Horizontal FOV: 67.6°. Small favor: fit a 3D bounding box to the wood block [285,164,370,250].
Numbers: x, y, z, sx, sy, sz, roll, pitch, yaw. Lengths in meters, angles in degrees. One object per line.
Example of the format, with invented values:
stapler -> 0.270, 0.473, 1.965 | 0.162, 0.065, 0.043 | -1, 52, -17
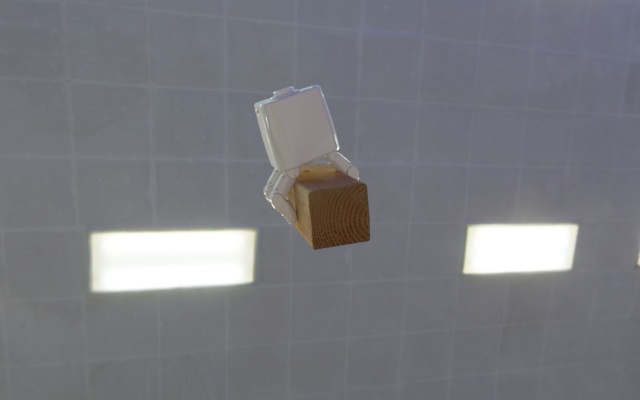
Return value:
wood block -> 0.000, 0.002, 0.781 | 0.091, 0.090, 0.206 | -9, 15, -14
